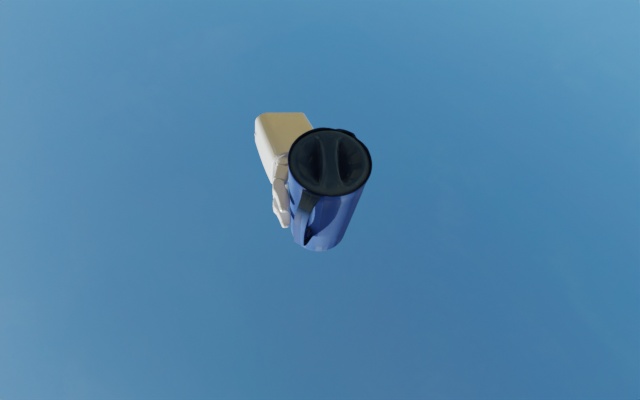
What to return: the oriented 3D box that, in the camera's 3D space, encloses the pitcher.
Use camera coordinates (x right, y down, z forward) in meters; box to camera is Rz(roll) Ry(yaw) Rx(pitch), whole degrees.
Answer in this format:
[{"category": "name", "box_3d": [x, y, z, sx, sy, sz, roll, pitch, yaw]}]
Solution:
[{"category": "pitcher", "box_3d": [0.000, 0.003, 0.838, 0.149, 0.145, 0.243, -17, -28, -15]}]
